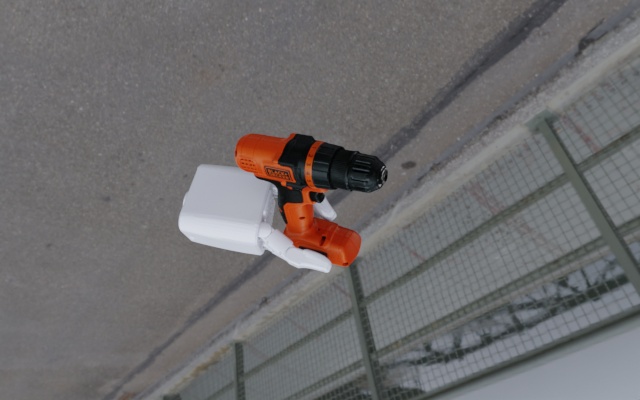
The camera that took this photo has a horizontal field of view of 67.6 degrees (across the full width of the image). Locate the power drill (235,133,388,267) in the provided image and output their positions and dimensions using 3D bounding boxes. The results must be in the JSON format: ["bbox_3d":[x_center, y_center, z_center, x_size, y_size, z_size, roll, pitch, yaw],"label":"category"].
[{"bbox_3d":[0.000,0.002,0.582,0.184,0.057,0.188,14,-38,26],"label":"power drill"}]
